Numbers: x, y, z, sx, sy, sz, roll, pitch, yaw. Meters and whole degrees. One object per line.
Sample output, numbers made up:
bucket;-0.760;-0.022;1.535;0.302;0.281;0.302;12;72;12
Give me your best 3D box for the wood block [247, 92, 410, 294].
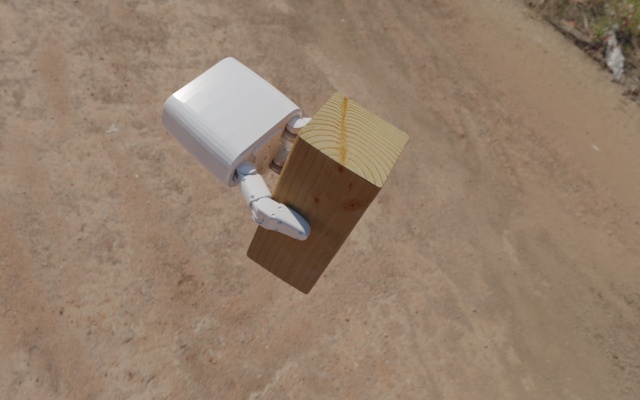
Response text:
wood block;0.000;0.002;0.520;0.090;0.090;0.206;32;-43;3
